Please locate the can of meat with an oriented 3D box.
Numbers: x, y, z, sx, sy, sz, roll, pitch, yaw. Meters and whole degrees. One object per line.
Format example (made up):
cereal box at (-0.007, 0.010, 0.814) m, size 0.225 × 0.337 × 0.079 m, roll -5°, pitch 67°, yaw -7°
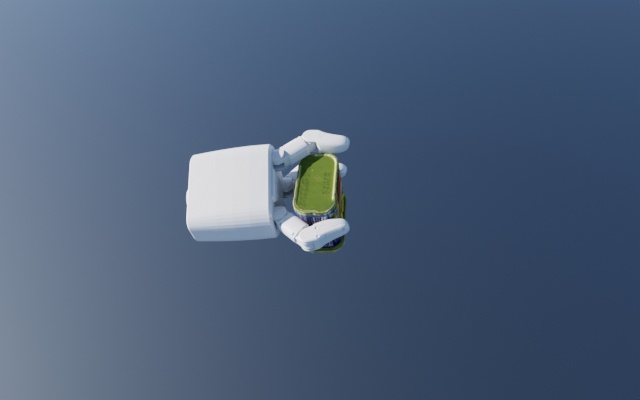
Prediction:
can of meat at (0.000, 0.002, 0.612) m, size 0.057 × 0.102 × 0.084 m, roll -2°, pitch -38°, yaw 9°
